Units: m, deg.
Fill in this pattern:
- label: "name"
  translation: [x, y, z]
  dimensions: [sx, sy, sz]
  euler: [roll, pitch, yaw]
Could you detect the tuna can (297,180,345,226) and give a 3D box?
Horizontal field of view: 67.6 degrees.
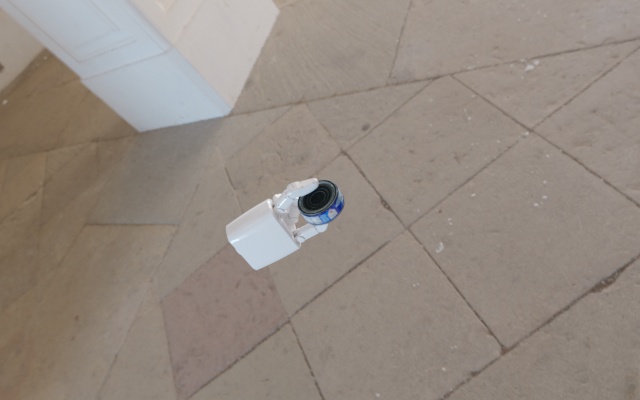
- label: "tuna can"
  translation: [0.000, 0.003, 0.897]
  dimensions: [0.086, 0.086, 0.034]
  euler: [0, -36, 31]
